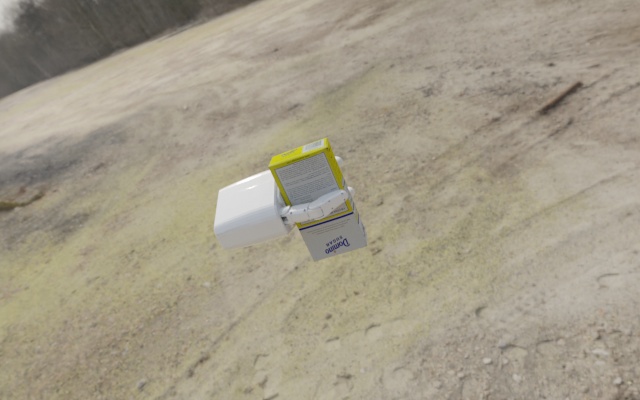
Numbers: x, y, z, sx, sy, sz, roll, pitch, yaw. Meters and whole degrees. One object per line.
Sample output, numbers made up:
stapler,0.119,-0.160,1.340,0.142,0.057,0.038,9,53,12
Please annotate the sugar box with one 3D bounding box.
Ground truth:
sugar box,0.000,0.002,0.730,0.093,0.176,0.048,-17,26,13
